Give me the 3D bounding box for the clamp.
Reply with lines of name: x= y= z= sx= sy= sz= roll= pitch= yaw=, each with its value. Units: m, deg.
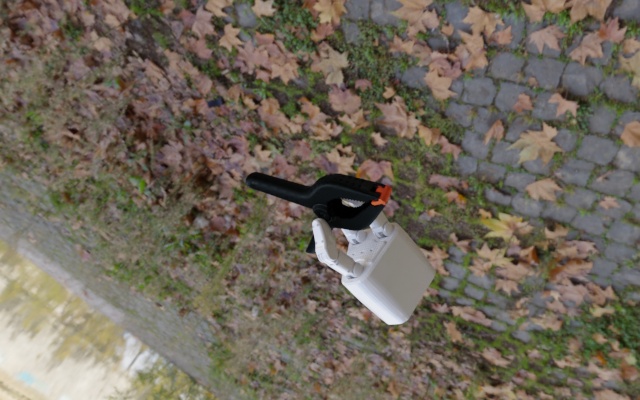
clamp: x=0.000 y=0.003 z=0.652 sx=0.164 sy=0.036 sz=0.210 roll=45 pitch=-38 yaw=-22
